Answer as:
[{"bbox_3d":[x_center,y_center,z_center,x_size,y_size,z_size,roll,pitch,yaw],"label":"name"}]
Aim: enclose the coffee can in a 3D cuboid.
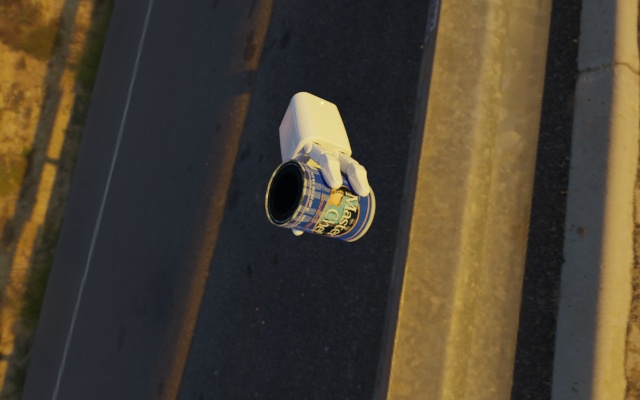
[{"bbox_3d":[0.000,0.003,0.747,0.140,0.103,0.103,15,-9,-36],"label":"coffee can"}]
